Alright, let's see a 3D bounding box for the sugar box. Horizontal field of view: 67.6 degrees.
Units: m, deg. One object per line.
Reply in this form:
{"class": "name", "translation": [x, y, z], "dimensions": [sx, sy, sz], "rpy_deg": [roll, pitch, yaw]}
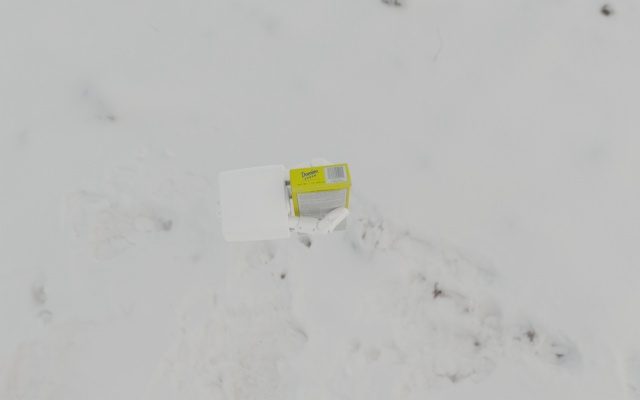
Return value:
{"class": "sugar box", "translation": [0.000, 0.002, 0.798], "dimensions": [0.093, 0.048, 0.176], "rpy_deg": [-5, -24, -3]}
